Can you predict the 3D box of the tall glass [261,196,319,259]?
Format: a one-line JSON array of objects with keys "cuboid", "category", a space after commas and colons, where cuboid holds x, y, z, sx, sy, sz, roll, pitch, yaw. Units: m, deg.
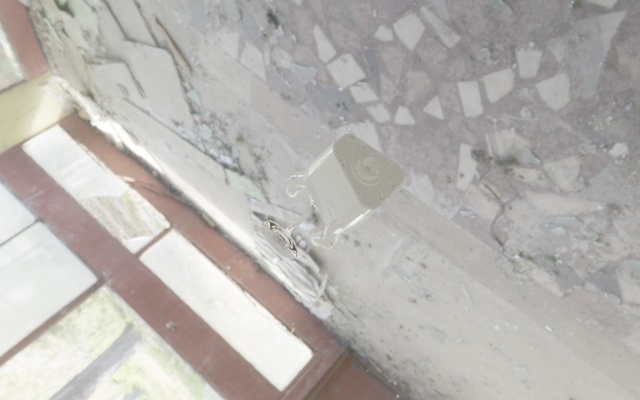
[{"cuboid": [0.000, 0.003, 0.778, 0.201, 0.079, 0.079, -43, 25, -31], "category": "tall glass"}]
